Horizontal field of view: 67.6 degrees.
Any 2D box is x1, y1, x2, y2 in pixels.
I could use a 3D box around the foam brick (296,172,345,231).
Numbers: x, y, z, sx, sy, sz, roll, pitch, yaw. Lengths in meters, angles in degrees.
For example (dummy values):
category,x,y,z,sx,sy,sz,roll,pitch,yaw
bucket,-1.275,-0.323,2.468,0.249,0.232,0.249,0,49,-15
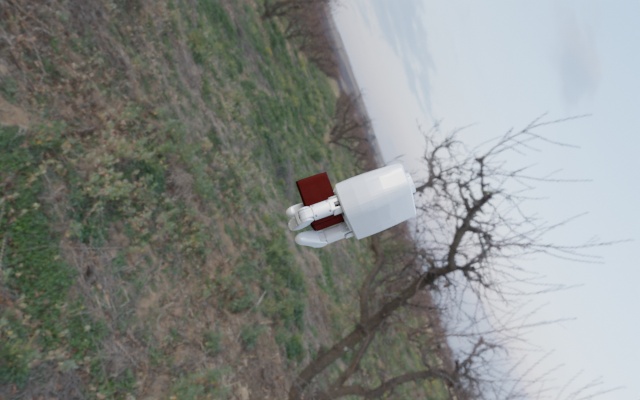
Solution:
category,x,y,z,sx,sy,sz,roll,pitch,yaw
foam brick,0.000,0.002,0.758,0.051,0.078,0.053,-21,-14,2
